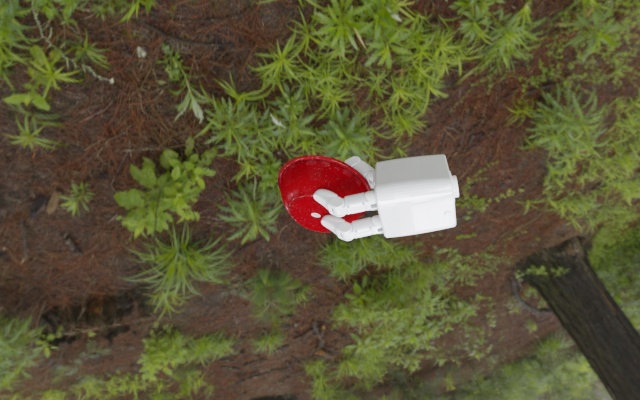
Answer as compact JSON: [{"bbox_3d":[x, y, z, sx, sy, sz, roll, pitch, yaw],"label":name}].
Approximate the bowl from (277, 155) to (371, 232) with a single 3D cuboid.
[{"bbox_3d":[-0.001,0.003,0.773,0.162,0.055,0.162,11,-38,9],"label":"bowl"}]
